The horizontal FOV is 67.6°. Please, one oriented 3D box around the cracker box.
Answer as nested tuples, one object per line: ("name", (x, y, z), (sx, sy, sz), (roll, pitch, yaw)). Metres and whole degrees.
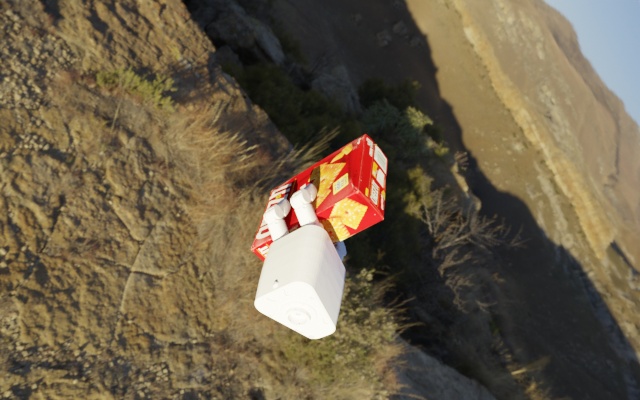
("cracker box", (0.000, 0.003, 0.766), (0.214, 0.072, 0.164), (-29, 28, 28))
